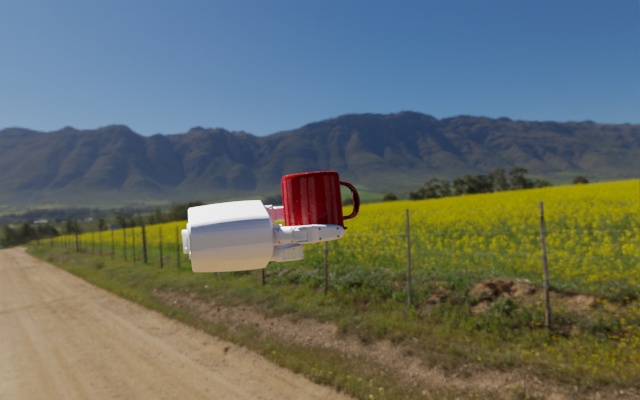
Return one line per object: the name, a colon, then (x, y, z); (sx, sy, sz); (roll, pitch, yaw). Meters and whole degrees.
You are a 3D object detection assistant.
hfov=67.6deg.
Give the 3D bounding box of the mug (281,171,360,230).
mug: (0.002, 0.002, 0.670); (0.117, 0.081, 0.093); (-5, 0, -15)
